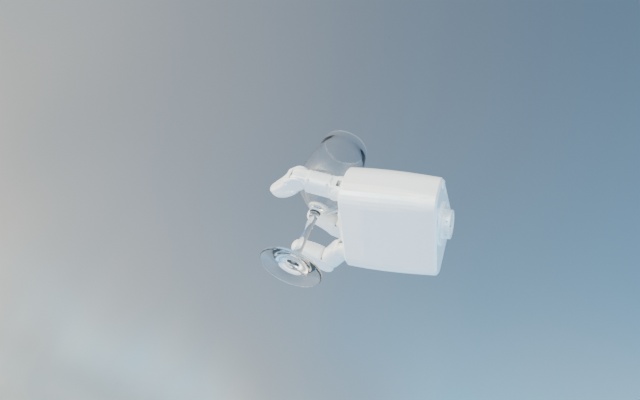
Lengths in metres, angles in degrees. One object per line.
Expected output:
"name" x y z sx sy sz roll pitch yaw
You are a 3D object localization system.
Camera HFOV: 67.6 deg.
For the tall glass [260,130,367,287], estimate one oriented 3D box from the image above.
"tall glass" 0.000 0.002 0.588 0.079 0.201 0.079 15 -37 12
